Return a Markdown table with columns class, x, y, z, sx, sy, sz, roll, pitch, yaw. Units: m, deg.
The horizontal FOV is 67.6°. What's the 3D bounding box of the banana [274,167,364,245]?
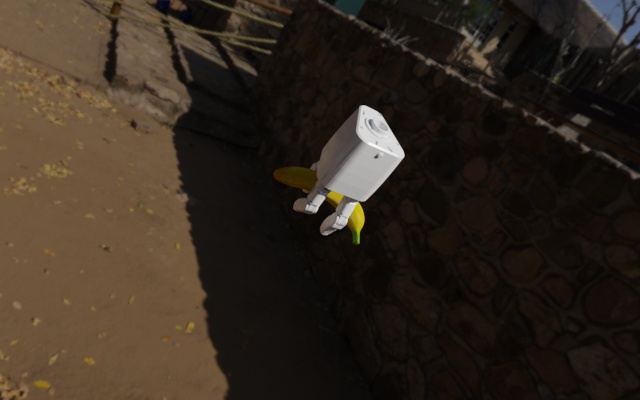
| class | x | y | z | sx | sy | sz | roll | pitch | yaw |
| --- | --- | --- | --- | --- | --- | --- | --- | --- | --- |
| banana | 0.010 | -0.008 | 0.835 | 0.198 | 0.069 | 0.037 | 39 | -37 | -12 |
